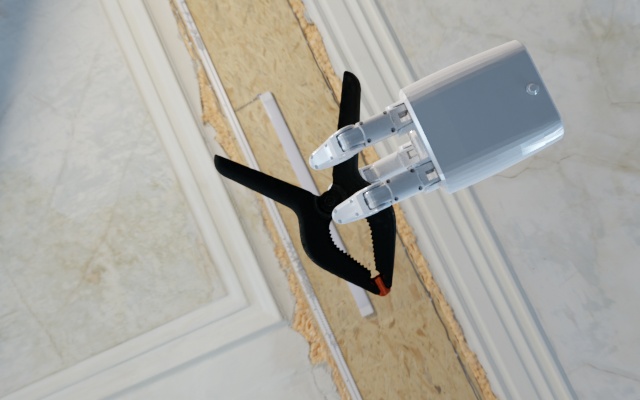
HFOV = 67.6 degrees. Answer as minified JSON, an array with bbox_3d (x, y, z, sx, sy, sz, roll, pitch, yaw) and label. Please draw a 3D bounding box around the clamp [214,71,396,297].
[{"bbox_3d":[0.001,0.002,0.463,0.164,0.210,0.036,-25,-5,8],"label":"clamp"}]
